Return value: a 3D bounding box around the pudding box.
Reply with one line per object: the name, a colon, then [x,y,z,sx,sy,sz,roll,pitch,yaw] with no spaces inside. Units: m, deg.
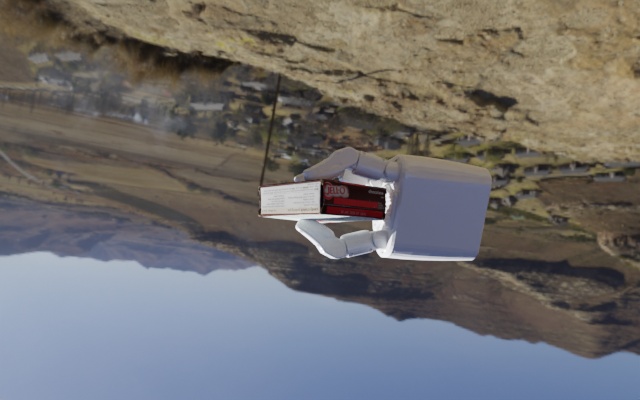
pudding box: [0.000,0.002,0.510,0.090,0.039,0.113,8,-9,-40]
